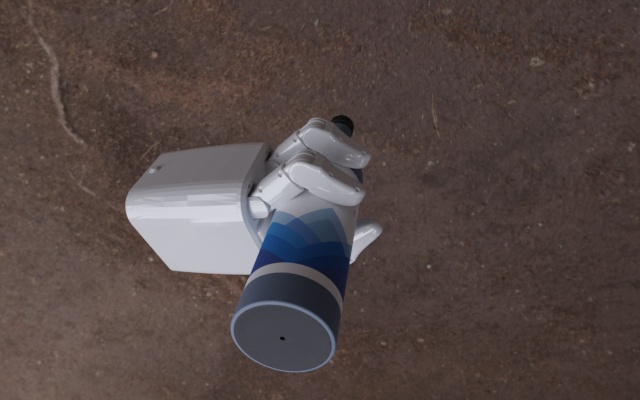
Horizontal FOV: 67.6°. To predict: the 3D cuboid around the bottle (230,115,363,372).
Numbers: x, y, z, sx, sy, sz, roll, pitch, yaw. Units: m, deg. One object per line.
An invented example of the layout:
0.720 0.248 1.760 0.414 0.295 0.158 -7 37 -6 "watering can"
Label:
0.000 0.002 0.410 0.069 0.069 0.295 0 35 11 "bottle"
